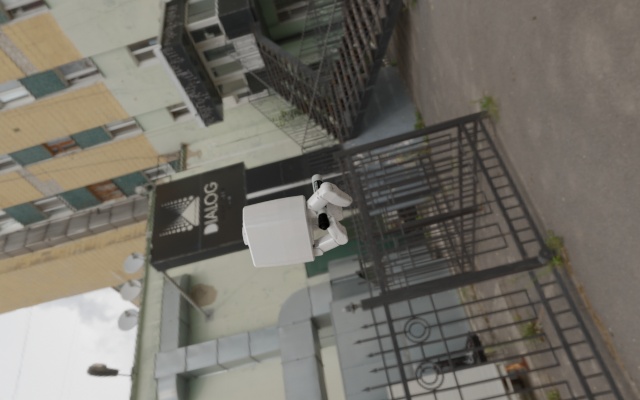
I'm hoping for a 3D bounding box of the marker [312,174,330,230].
[{"bbox_3d":[0.000,0.003,0.809,0.020,0.121,0.020,-4,-44,-4],"label":"marker"}]
